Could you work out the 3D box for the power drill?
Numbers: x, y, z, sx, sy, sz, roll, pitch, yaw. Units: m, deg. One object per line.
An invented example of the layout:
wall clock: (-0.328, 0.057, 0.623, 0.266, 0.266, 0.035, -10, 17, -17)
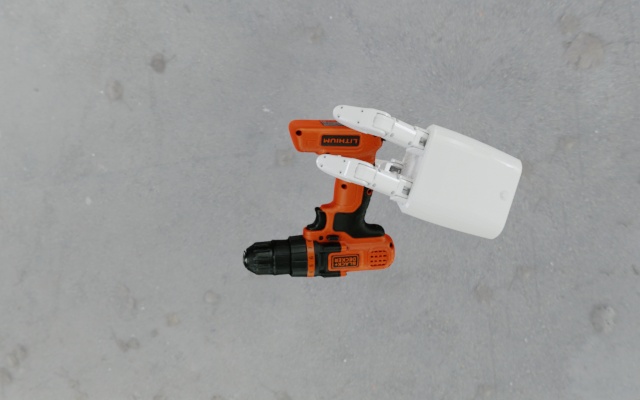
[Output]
power drill: (0.000, 0.001, 0.557, 0.184, 0.188, 0.057, -3, 21, -11)
